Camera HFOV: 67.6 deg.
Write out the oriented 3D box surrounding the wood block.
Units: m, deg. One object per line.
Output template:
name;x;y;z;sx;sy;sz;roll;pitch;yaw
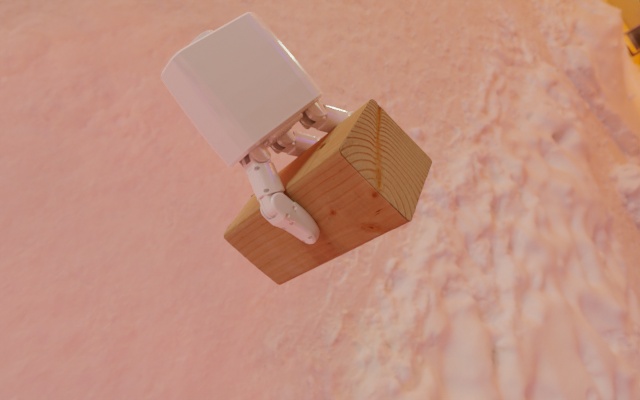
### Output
wood block;0.000;0.001;0.494;0.206;0.090;0.090;-33;19;45
